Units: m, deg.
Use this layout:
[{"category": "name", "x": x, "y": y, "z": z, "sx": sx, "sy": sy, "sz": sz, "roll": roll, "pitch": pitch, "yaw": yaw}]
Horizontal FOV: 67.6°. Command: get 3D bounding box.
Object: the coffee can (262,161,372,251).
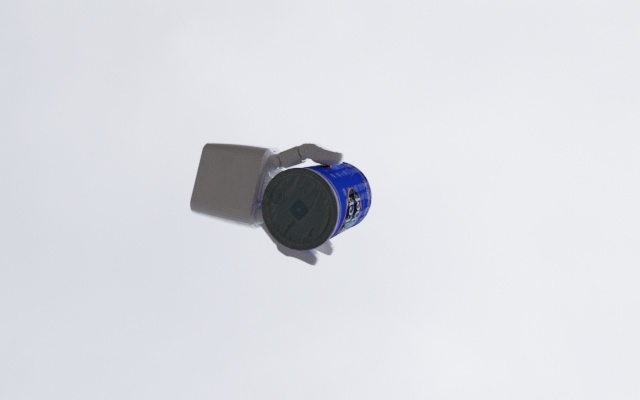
[{"category": "coffee can", "x": 0.000, "y": 0.002, "z": 0.640, "sx": 0.103, "sy": 0.103, "sz": 0.140, "roll": 0, "pitch": 8, "yaw": 23}]
